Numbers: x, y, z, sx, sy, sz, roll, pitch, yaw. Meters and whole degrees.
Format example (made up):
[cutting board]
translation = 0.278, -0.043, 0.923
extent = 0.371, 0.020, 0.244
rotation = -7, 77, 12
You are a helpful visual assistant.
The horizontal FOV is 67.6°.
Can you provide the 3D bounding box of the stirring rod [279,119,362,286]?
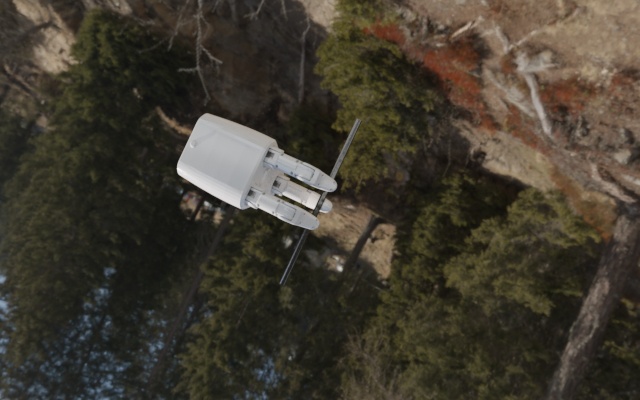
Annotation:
[stirring rod]
translation = 0.000, 0.002, 0.633
extent = 0.011, 0.239, 0.011
rotation = 25, 0, 0
